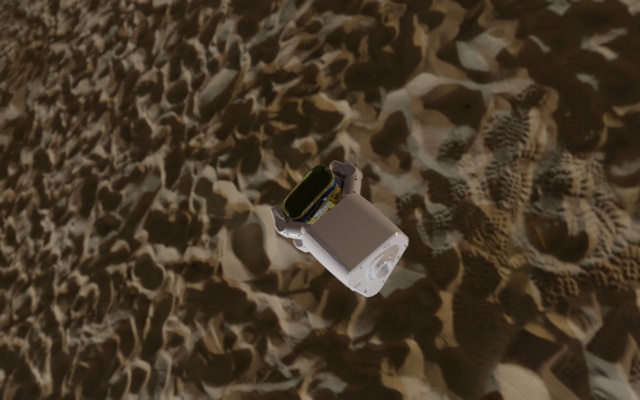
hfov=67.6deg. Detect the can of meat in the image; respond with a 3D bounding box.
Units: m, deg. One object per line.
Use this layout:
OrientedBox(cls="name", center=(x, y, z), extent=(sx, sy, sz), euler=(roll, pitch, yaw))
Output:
OrientedBox(cls="can of meat", center=(0.000, 0.002, 0.761), extent=(0.057, 0.102, 0.084), euler=(46, 5, 40))
